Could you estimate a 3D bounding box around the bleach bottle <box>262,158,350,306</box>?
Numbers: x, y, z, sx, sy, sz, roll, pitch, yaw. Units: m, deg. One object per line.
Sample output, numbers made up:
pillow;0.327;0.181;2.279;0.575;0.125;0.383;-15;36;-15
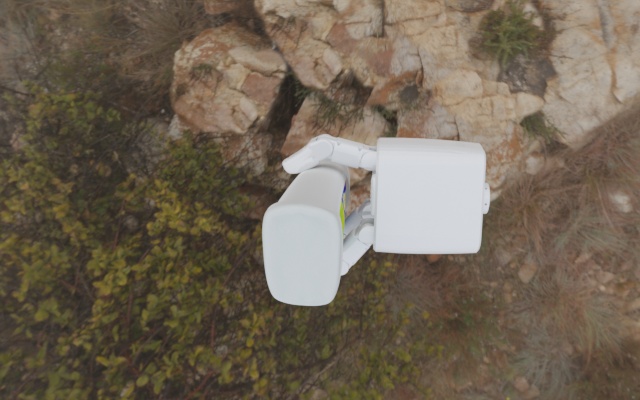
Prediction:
bleach bottle;0.000;0.002;0.514;0.068;0.103;0.250;3;24;7
